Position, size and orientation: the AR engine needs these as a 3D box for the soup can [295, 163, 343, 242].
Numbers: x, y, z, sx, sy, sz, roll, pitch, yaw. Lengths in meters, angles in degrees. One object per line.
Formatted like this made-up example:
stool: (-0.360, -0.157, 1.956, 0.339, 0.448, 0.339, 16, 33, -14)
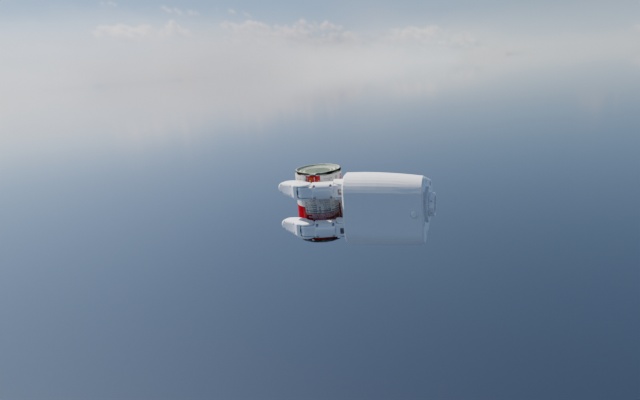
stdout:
soup can: (0.000, 0.002, 0.697, 0.068, 0.102, 0.068, -4, 15, 1)
